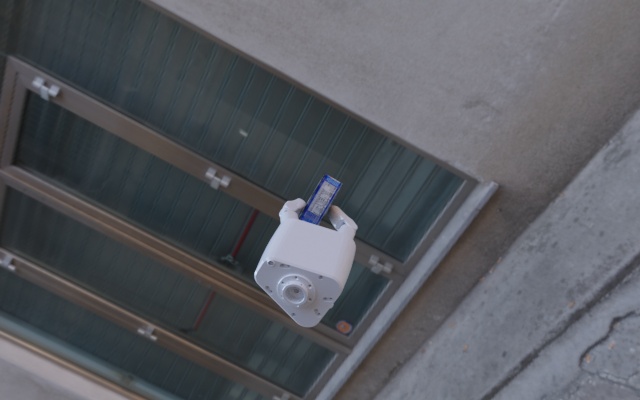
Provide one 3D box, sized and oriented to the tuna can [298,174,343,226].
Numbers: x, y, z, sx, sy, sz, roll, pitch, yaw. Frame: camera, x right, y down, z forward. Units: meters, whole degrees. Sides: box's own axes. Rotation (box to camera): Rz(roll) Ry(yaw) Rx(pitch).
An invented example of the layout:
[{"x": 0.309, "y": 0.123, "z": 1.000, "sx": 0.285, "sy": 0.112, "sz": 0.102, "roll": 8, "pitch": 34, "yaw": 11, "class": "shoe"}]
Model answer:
[{"x": 0.000, "y": 0.002, "z": 0.746, "sx": 0.034, "sy": 0.086, "sz": 0.086, "roll": 31, "pitch": 0, "yaw": 1, "class": "tuna can"}]
